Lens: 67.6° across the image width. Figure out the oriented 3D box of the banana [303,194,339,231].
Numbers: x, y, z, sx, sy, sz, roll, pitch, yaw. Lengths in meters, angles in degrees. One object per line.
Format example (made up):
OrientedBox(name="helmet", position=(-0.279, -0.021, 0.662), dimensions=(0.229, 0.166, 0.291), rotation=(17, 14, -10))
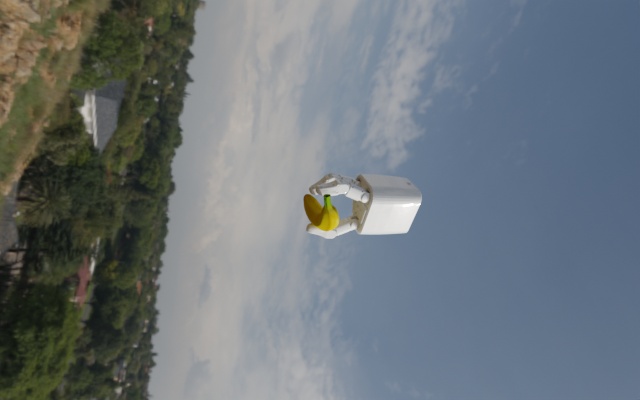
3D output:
OrientedBox(name="banana", position=(0.002, 0.022, 0.886), dimensions=(0.037, 0.069, 0.198), rotation=(-4, 1, -14))
